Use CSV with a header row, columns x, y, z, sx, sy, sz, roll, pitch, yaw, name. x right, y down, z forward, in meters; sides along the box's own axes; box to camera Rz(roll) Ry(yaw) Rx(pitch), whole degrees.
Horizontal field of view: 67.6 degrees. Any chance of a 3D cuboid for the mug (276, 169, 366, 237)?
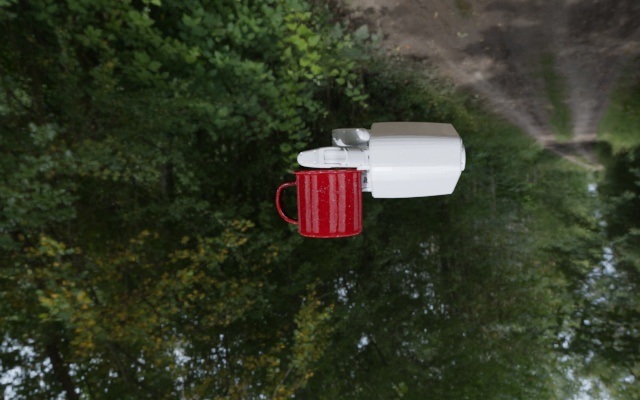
x,y,z,sx,sy,sz,roll,pitch,yaw,name
-0.001,0.002,0.609,0.117,0.081,0.093,-1,4,9,mug
